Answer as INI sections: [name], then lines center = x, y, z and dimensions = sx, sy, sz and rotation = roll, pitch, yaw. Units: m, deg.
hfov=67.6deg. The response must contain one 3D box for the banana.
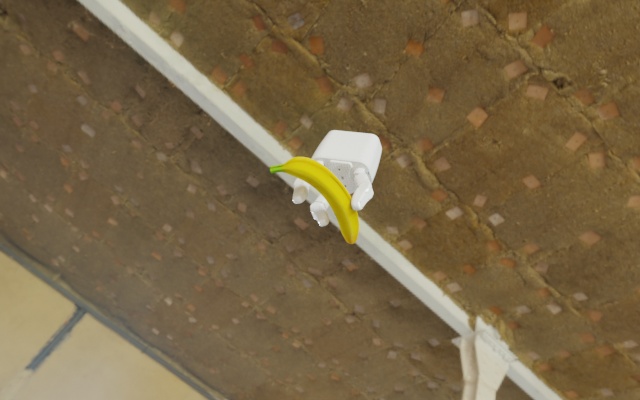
[banana]
center = 0.011, -0.008, 0.782
dimensions = 0.070, 0.198, 0.037
rotation = -34, 21, 33
